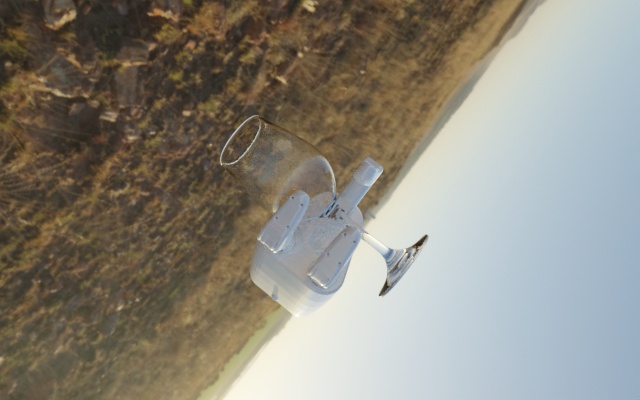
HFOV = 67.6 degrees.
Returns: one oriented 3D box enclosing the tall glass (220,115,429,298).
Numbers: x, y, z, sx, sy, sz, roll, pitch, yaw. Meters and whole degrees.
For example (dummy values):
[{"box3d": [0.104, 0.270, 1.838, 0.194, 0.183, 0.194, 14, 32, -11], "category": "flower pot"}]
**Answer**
[{"box3d": [0.001, 0.002, 0.459, 0.201, 0.079, 0.079, 38, 4, 6], "category": "tall glass"}]
